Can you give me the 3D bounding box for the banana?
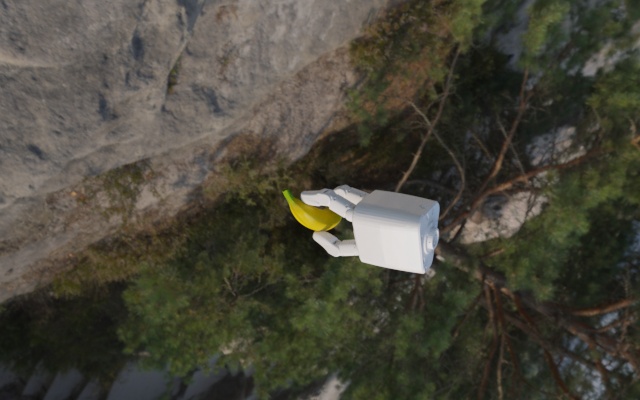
[{"bbox_3d":[0.001,0.021,0.838,0.037,0.069,0.198,-14,-12,24],"label":"banana"}]
